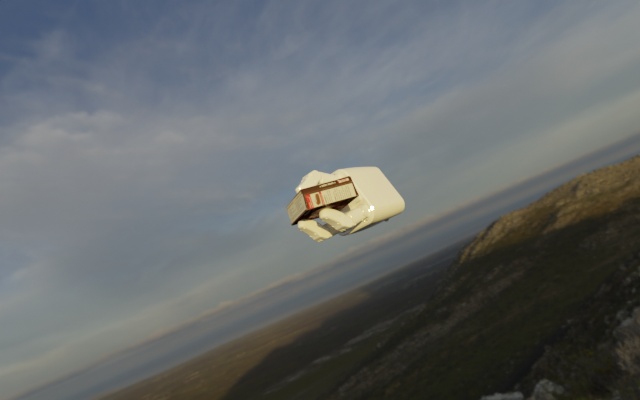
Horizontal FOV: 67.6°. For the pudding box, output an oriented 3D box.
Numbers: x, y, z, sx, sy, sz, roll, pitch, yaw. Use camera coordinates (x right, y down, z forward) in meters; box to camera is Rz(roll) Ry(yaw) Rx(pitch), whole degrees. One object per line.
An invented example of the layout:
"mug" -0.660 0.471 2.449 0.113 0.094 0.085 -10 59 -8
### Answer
"pudding box" 0.000 0.002 0.776 0.090 0.039 0.113 -17 -12 -19
